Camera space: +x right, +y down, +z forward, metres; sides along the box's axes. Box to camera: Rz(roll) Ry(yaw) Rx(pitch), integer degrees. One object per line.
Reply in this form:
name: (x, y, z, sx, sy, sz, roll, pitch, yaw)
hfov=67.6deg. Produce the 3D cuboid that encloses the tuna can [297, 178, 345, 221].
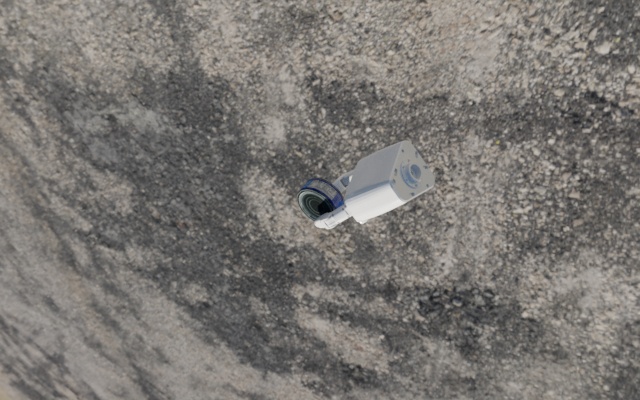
tuna can: (0.000, 0.003, 0.870, 0.086, 0.086, 0.033, 0, 38, 42)
